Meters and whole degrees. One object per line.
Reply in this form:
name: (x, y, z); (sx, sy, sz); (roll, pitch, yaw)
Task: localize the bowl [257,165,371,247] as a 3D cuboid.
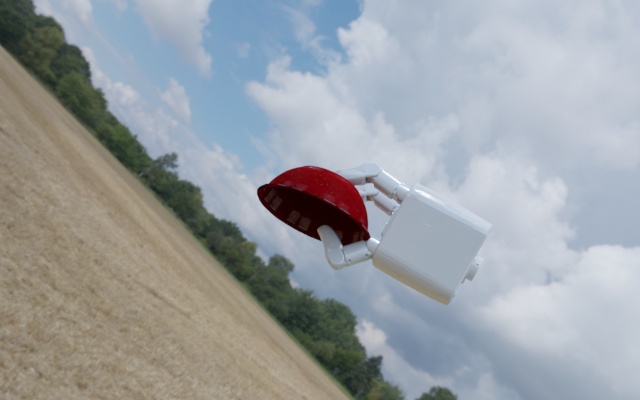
bowl: (-0.001, 0.001, 0.628); (0.162, 0.055, 0.162); (22, -21, 9)
